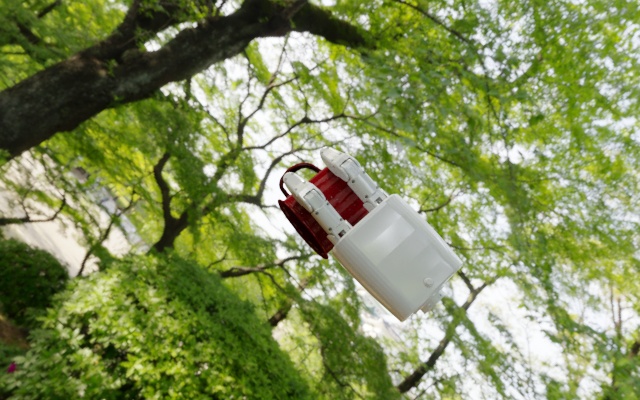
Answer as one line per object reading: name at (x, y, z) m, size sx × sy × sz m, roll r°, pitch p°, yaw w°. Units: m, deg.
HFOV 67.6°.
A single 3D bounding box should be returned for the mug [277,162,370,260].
mug at (-0.001, 0.001, 0.582) m, size 0.081 × 0.117 × 0.093 m, roll -40°, pitch -16°, yaw -12°
